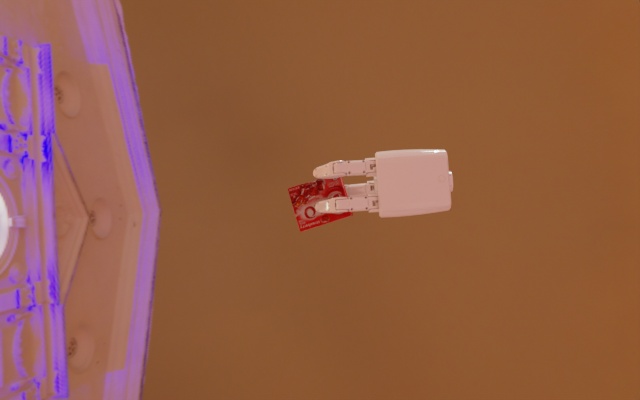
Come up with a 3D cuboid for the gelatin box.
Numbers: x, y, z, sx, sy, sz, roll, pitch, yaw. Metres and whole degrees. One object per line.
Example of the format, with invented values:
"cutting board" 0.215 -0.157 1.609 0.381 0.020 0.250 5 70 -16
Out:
"gelatin box" 0.000 0.003 0.765 0.089 0.073 0.030 -17 -2 9
